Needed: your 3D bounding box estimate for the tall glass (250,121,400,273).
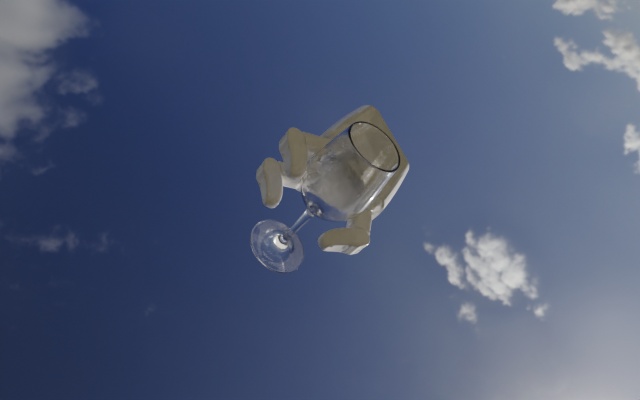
[{"bbox_3d":[0.000,0.002,0.521,0.079,0.079,0.201,0,-33,-39],"label":"tall glass"}]
